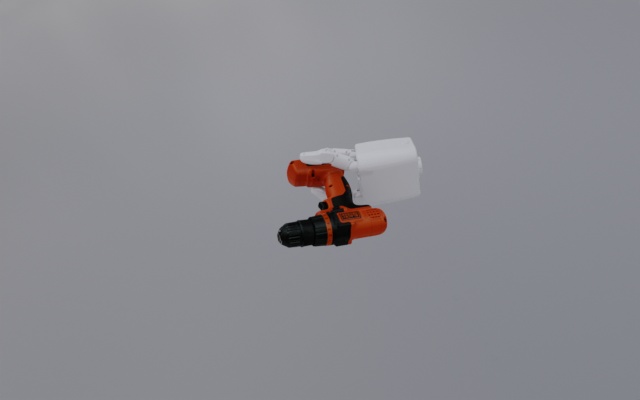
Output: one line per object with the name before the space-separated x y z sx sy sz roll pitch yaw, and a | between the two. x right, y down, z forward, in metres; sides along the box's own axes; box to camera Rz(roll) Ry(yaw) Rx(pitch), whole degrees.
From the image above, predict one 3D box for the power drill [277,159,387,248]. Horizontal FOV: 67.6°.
power drill | 0.000 0.002 0.822 0.184 0.057 0.187 -6 44 -18
